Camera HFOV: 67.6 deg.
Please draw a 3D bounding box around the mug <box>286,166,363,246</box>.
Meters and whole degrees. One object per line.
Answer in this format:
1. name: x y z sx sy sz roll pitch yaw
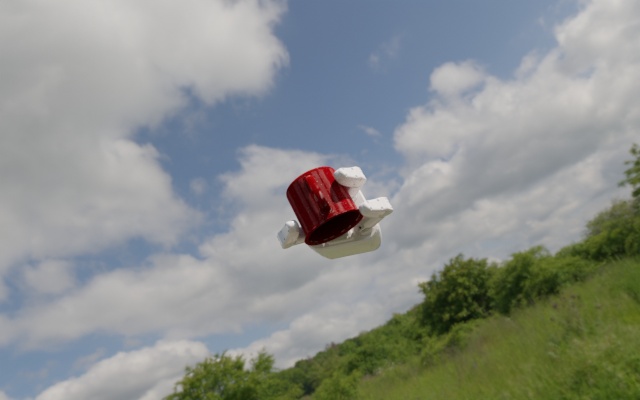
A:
1. mug: 0.000 0.002 0.667 0.093 0.081 0.117 -29 -21 2
